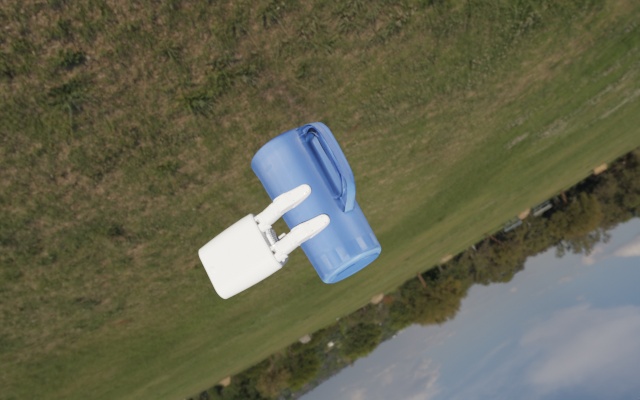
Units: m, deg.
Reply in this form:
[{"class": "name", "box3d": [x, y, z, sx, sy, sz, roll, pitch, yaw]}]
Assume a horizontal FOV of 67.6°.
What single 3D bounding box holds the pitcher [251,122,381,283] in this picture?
[{"class": "pitcher", "box3d": [0.000, 0.003, 0.781, 0.145, 0.242, 0.149, -31, -16, 3]}]
